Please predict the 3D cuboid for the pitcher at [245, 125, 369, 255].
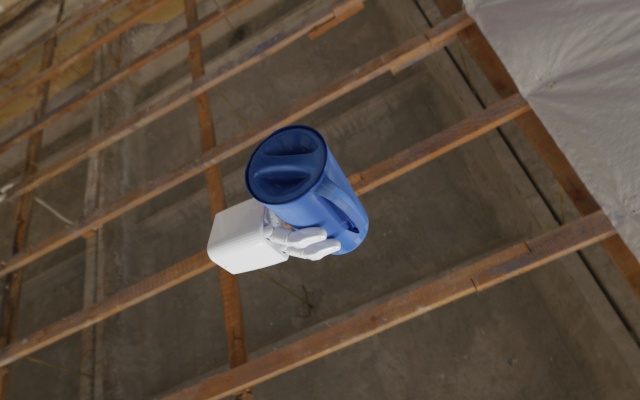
[{"bbox_3d":[0.000,0.003,0.770,0.145,0.149,0.243,-18,-33,16],"label":"pitcher"}]
